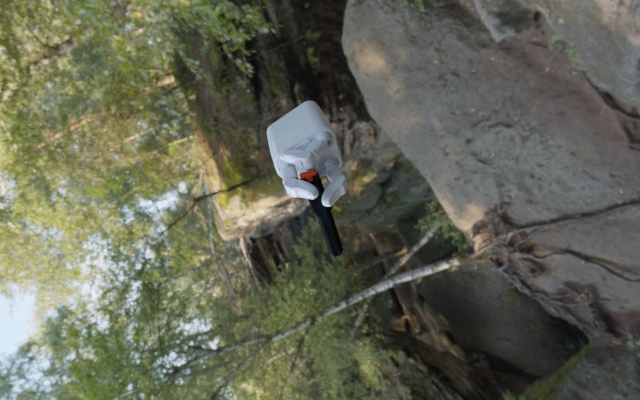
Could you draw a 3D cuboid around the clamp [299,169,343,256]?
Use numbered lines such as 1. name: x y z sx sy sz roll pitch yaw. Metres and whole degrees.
1. clamp: 0.000 0.003 0.817 0.039 0.172 0.120 -19 41 -2
